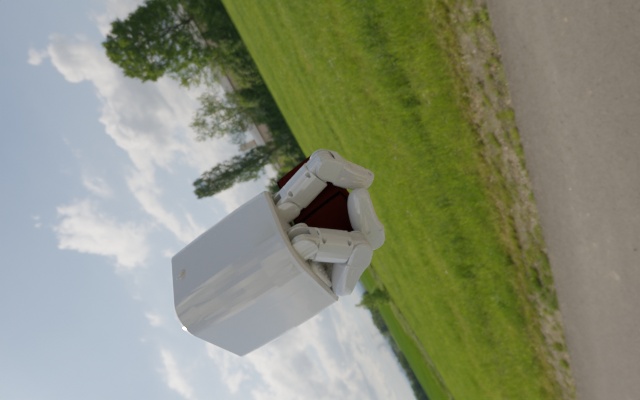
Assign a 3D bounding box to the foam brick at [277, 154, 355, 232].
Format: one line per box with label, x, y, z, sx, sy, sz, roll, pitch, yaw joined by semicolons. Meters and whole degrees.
foam brick;0.000;0.001;0.454;0.053;0.051;0.078;47;8;-35
